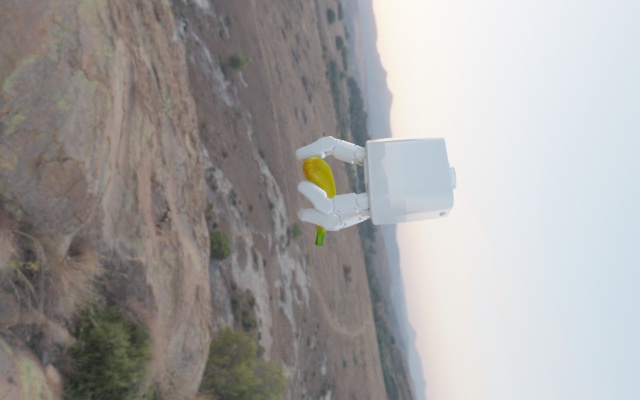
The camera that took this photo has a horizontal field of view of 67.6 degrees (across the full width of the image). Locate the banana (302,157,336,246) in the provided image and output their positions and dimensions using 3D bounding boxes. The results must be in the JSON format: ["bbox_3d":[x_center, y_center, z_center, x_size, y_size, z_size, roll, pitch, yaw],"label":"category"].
[{"bbox_3d":[0.002,-0.011,0.709,0.037,0.069,0.198,0,-37,8],"label":"banana"}]
